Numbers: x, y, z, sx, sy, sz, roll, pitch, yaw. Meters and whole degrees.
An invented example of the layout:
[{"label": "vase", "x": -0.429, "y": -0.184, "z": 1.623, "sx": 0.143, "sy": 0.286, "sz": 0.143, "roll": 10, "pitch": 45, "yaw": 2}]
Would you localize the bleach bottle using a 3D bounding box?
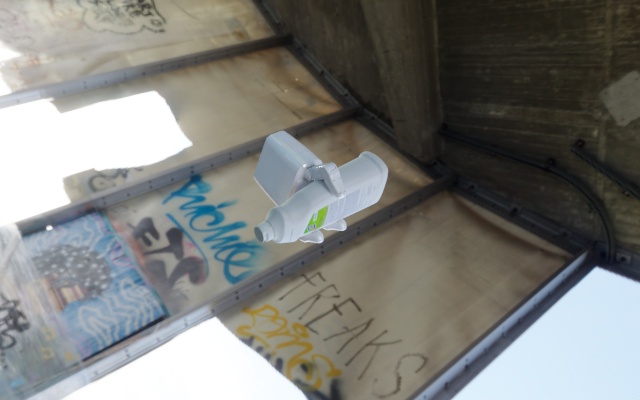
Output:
[{"label": "bleach bottle", "x": 0.000, "y": 0.003, "z": 0.813, "sx": 0.251, "sy": 0.103, "sz": 0.068, "roll": -25, "pitch": 54, "yaw": -32}]
